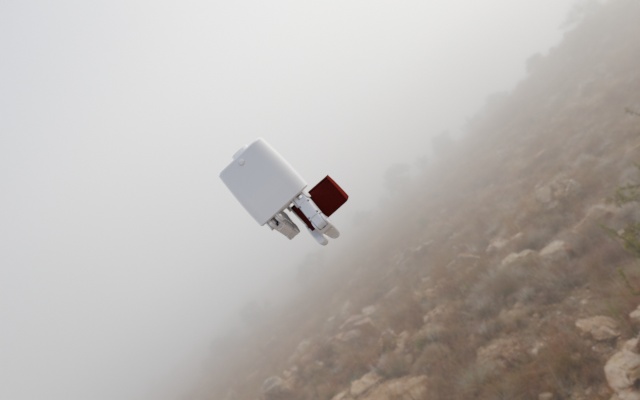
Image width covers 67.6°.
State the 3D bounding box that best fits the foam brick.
[{"bbox_3d":[0.000,0.002,0.771,0.078,0.051,0.053,-41,3,8],"label":"foam brick"}]
